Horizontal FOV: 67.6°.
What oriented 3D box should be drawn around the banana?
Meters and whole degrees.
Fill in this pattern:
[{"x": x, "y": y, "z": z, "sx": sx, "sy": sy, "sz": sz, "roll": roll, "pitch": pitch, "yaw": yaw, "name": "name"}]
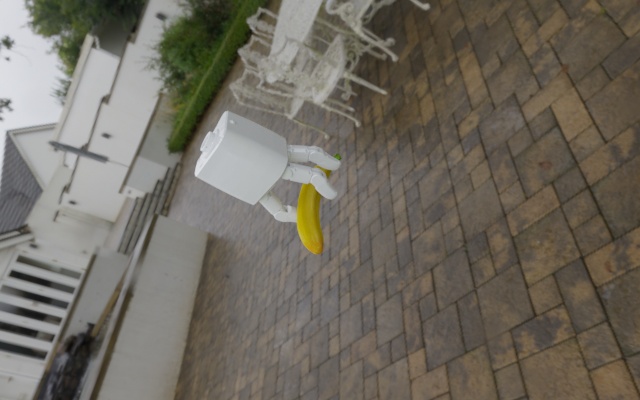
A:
[{"x": -0.011, "y": 0.007, "z": 0.784, "sx": 0.037, "sy": 0.197, "sz": 0.070, "roll": 29, "pitch": -38, "yaw": -26, "name": "banana"}]
